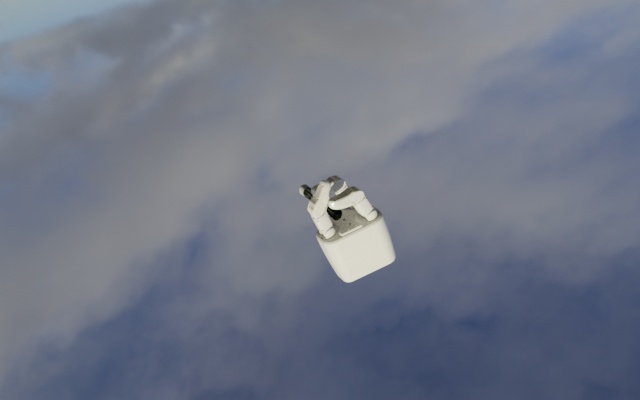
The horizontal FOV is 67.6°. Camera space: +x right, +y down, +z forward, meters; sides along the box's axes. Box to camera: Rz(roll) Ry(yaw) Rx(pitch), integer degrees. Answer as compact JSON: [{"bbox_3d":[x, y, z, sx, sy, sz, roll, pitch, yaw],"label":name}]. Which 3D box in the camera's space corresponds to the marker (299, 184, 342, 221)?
[{"bbox_3d":[0.000,0.003,0.794,0.020,0.020,0.121,0,22,-32],"label":"marker"}]
